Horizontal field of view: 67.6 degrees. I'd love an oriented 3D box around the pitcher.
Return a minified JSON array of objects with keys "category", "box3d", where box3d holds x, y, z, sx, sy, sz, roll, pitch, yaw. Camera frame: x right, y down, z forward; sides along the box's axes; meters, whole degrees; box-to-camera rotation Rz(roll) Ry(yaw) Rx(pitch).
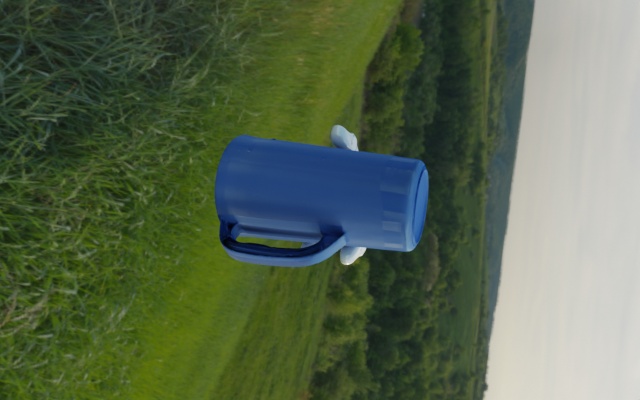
[{"category":"pitcher","box3d":[0.000,0.002,0.585,0.243,0.149,0.145,7,6,20]}]
